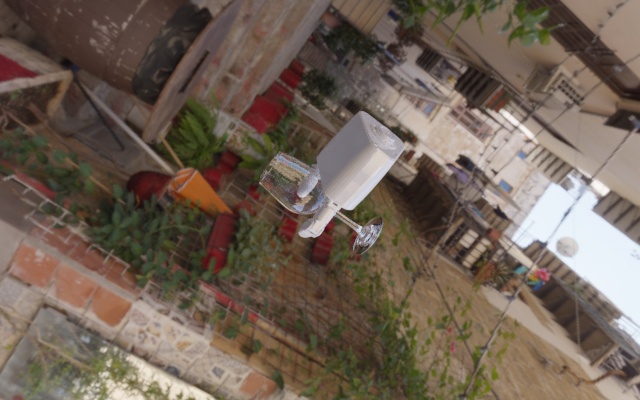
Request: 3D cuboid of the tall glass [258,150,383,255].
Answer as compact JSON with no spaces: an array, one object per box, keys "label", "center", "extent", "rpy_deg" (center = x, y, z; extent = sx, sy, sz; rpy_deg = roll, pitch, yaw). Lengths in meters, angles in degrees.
[{"label":"tall glass","center":[0.001,0.003,0.762],"extent":[0.201,0.079,0.079],"rpy_deg":[35,-10,-14]}]
